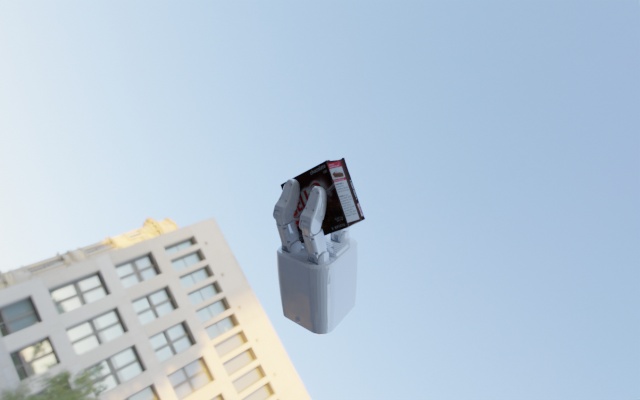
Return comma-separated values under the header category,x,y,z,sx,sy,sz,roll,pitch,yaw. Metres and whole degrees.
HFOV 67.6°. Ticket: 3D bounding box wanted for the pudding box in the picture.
category,x,y,z,sx,sy,sz,roll,pitch,yaw
pudding box,0.000,0.002,0.646,0.039,0.090,0.113,-16,-5,-42
